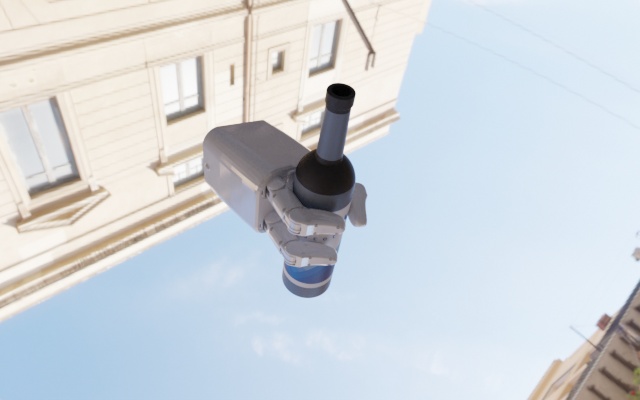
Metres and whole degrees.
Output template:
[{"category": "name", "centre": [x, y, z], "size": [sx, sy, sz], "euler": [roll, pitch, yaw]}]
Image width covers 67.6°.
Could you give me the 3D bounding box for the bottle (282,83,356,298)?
[{"category": "bottle", "centre": [0.000, 0.002, 0.539], "size": [0.069, 0.069, 0.296], "euler": [0, -44, -10]}]
